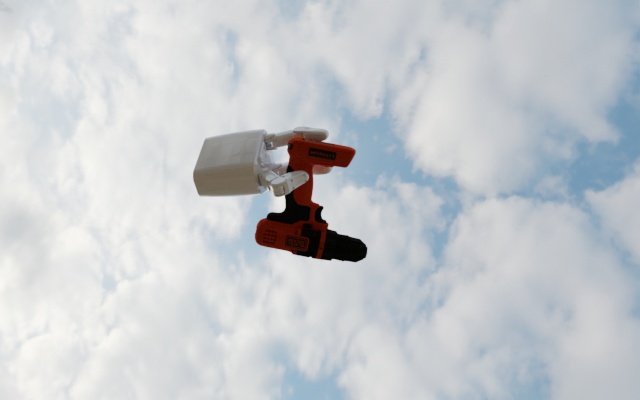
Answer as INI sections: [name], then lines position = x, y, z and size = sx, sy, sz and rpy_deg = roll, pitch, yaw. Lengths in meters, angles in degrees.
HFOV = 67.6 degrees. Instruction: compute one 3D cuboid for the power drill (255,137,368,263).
[power drill]
position = 0.000, 0.002, 0.757
size = 0.184, 0.188, 0.057
rpy_deg = 11, 10, -7
